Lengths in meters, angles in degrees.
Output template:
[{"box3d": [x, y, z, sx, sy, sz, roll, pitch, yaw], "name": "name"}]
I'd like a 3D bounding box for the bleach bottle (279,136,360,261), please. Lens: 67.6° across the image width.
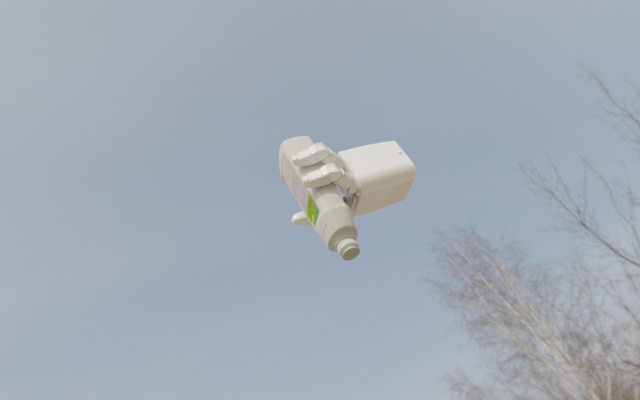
[{"box3d": [0.000, 0.002, 0.784, 0.068, 0.103, 0.250, -16, 47, -14], "name": "bleach bottle"}]
